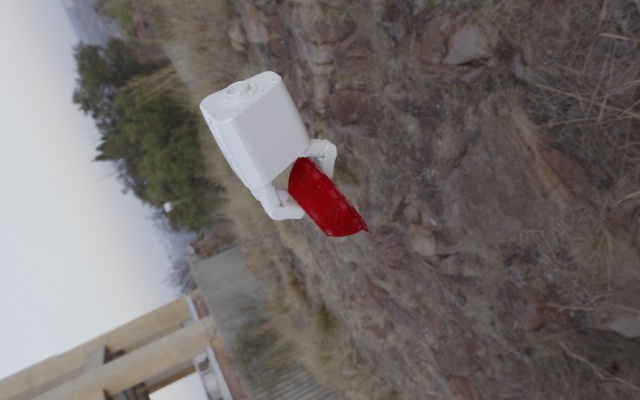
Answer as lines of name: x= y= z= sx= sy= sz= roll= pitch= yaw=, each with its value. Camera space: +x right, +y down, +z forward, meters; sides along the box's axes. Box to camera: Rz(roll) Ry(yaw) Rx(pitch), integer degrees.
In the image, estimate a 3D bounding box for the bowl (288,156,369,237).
bowl: x=0.001 y=0.004 z=0.723 sx=0.055 sy=0.162 sz=0.162 roll=-42 pitch=2 yaw=-2
